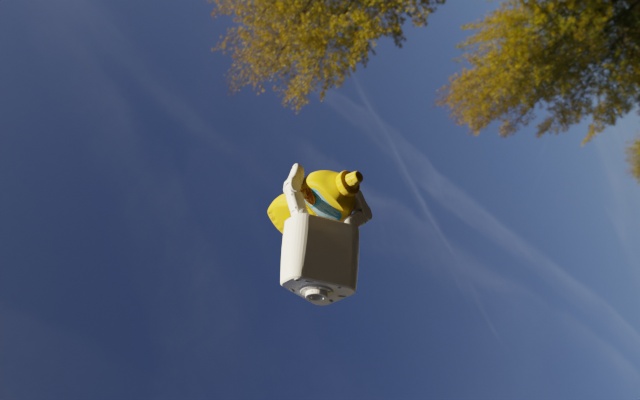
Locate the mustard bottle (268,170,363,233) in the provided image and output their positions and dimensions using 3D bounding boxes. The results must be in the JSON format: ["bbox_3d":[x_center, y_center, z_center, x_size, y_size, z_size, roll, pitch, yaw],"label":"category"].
[{"bbox_3d":[0.000,0.002,0.790,0.192,0.096,0.058,-34,18,43],"label":"mustard bottle"}]
